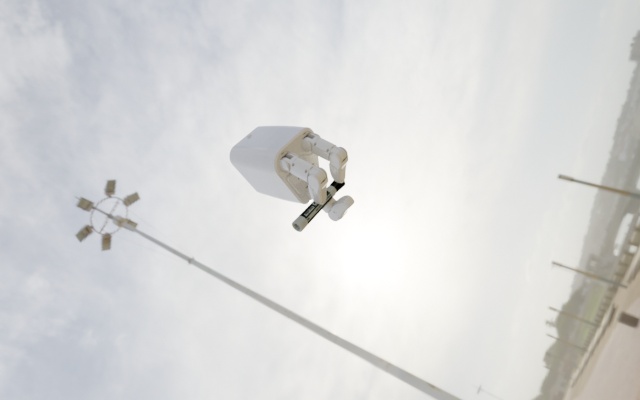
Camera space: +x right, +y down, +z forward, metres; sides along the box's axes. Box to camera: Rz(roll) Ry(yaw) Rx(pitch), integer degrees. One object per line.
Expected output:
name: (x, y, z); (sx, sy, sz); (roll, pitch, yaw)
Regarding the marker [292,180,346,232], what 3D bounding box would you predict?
marker: (0.000, 0.002, 0.711); (0.020, 0.020, 0.121); (0, 36, 44)
